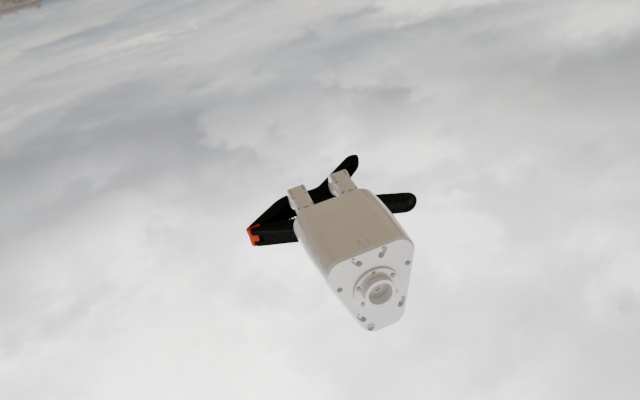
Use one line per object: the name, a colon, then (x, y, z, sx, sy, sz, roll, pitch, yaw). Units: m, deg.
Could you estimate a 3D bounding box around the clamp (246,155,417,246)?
clamp: (0.000, 0.003, 0.641, 0.210, 0.036, 0.164, -20, 31, -9)
